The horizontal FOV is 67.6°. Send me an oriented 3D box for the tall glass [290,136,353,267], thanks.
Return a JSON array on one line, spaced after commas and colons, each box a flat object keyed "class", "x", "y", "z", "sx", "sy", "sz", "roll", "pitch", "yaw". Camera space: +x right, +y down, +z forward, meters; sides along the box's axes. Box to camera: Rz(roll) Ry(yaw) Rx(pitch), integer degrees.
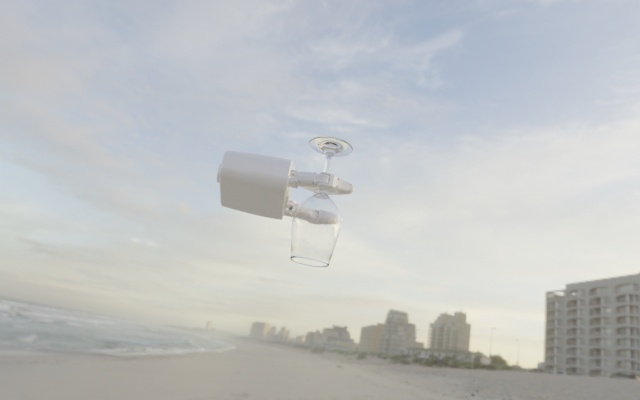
[{"class": "tall glass", "x": 0.000, "y": 0.002, "z": 0.768, "sx": 0.079, "sy": 0.201, "sz": 0.079, "roll": 9, "pitch": -18, "yaw": 3}]
